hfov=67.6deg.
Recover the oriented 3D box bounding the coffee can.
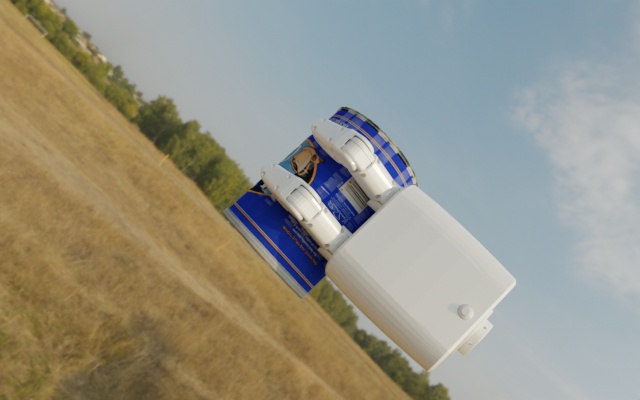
[{"bbox_3d":[0.000,0.001,0.424,0.140,0.103,0.103,-43,7,-8],"label":"coffee can"}]
